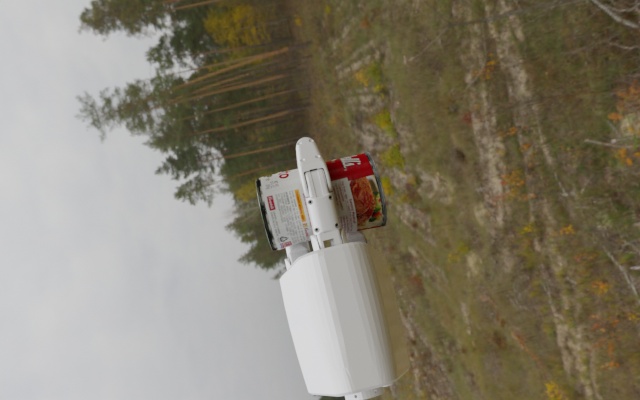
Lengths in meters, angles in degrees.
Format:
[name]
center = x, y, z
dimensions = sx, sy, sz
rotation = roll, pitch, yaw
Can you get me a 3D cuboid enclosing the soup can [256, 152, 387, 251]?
[soup can]
center = 0.000, 0.001, 0.423
dimensions = 0.102, 0.068, 0.068
rotation = -13, 1, -3
